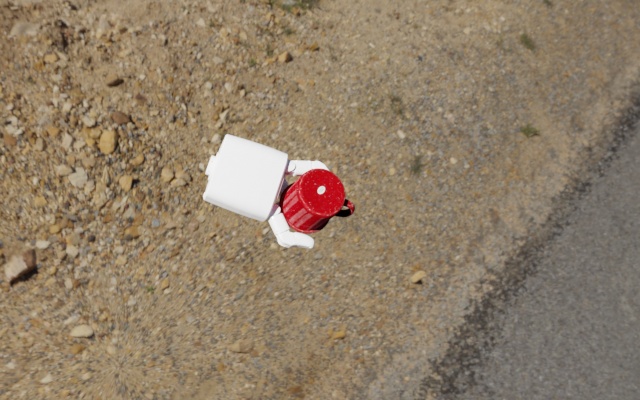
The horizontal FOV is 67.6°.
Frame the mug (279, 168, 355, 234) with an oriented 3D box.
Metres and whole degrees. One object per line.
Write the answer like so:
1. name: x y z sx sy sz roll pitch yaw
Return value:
1. mug: 0.002 0.003 0.770 0.117 0.093 0.081 19 -24 -15
